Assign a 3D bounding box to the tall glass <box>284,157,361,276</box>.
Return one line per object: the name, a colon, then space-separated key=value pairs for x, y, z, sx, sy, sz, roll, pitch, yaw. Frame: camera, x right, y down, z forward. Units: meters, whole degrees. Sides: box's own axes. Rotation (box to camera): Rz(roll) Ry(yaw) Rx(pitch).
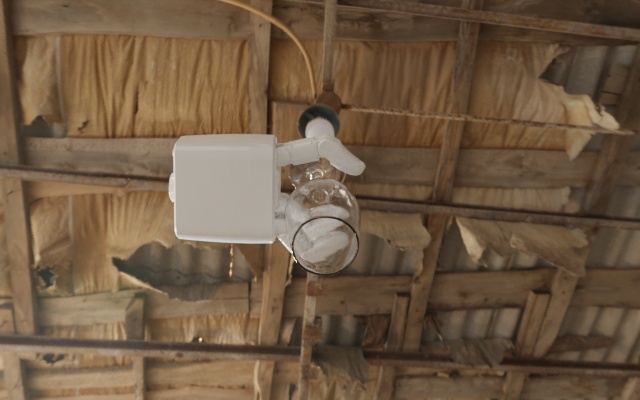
tall glass: x=0.000 y=0.001 z=0.521 sx=0.079 sy=0.079 sz=0.201 roll=0 pitch=24 yaw=-3
